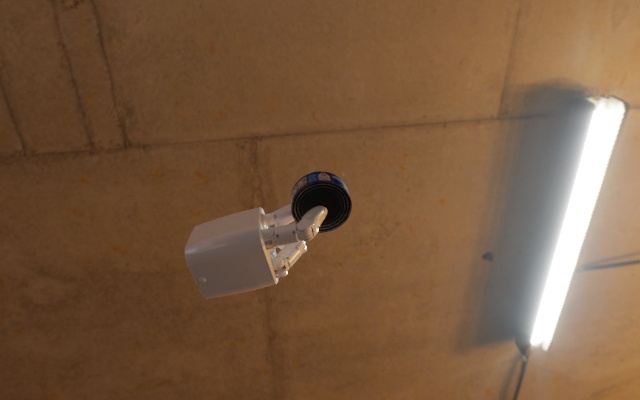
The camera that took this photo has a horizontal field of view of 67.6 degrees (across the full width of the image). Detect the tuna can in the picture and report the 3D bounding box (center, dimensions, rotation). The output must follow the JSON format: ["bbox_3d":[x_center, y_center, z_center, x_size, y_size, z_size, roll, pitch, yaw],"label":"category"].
[{"bbox_3d":[0.000,0.002,0.683,0.086,0.086,0.033,0,32,-7],"label":"tuna can"}]
